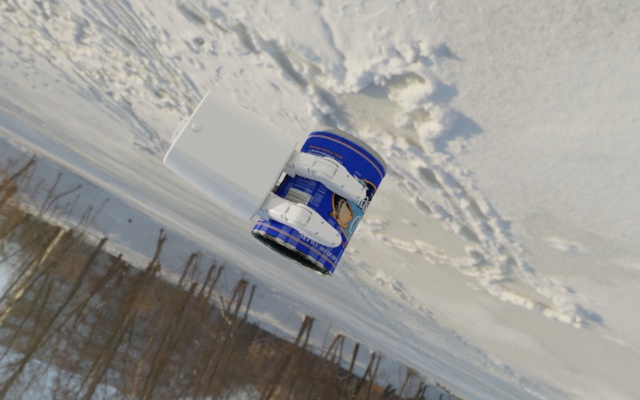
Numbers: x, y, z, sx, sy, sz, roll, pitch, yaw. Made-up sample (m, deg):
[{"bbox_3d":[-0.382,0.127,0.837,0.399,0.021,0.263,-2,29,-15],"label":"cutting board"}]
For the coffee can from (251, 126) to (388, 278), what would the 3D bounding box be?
[{"bbox_3d":[0.000,0.002,0.545,0.103,0.140,0.103,28,-14,7],"label":"coffee can"}]
